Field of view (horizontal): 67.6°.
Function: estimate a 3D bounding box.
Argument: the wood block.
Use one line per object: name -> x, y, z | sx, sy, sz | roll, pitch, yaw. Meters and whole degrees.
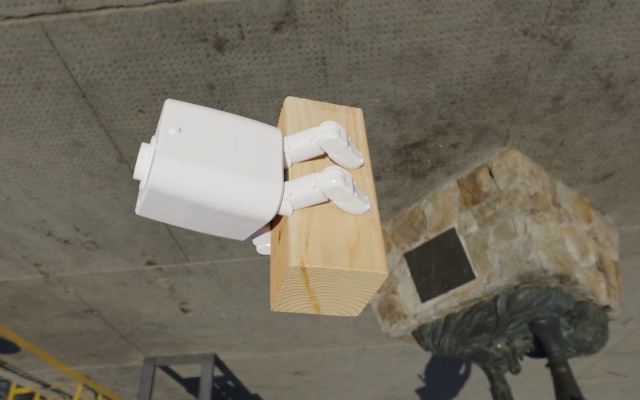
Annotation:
wood block -> 0.000, 0.002, 0.488 | 0.090, 0.206, 0.091 | 7, -38, -14
